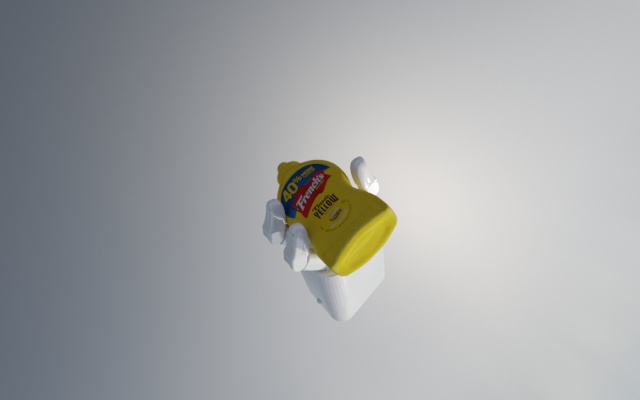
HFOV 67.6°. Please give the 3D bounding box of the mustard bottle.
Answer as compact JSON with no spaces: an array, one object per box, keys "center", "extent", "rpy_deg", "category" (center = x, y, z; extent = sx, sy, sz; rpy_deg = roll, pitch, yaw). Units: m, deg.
[{"center":[0.000,0.002,0.587],"extent":[0.191,0.096,0.058],"rpy_deg":[42,-1,44],"category":"mustard bottle"}]
